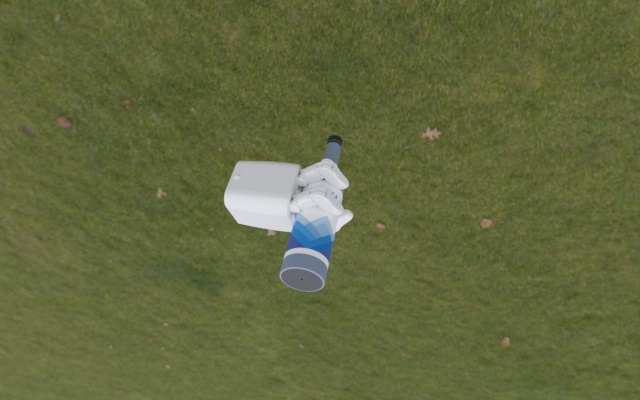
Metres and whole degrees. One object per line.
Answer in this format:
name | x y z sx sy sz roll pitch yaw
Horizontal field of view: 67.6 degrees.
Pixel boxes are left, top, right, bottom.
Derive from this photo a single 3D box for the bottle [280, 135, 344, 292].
bottle | 0.000 0.003 0.777 0.069 0.295 0.069 8 -39 7
